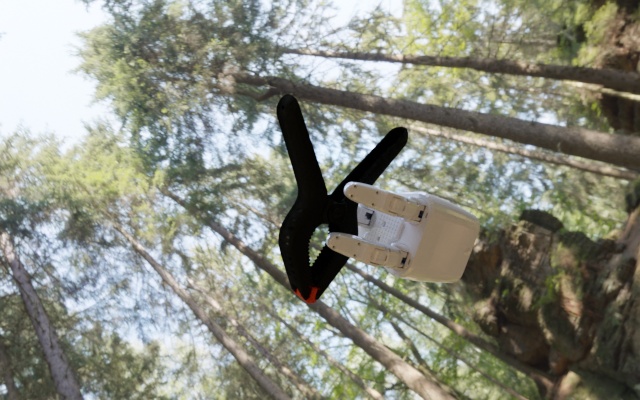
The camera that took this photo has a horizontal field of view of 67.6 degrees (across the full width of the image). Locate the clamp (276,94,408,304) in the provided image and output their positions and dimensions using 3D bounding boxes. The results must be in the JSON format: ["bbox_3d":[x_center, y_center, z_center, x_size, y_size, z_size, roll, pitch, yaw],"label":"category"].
[{"bbox_3d":[0.000,0.002,0.489,0.164,0.210,0.036,16,6,-37],"label":"clamp"}]
